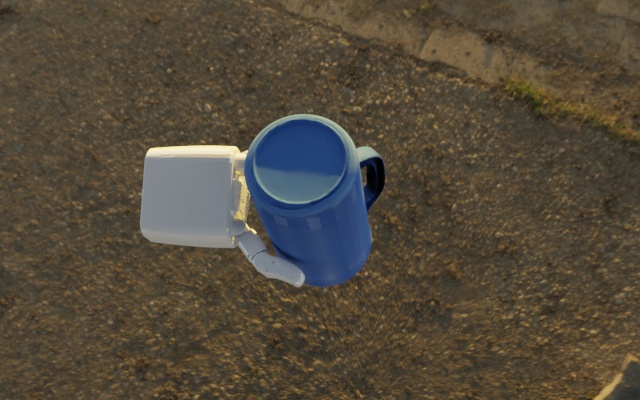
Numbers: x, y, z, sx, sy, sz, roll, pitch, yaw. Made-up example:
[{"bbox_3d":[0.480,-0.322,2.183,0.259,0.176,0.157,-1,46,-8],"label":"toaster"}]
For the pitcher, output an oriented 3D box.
[{"bbox_3d":[0.000,0.002,0.546,0.145,0.149,0.243,4,-22,7],"label":"pitcher"}]
